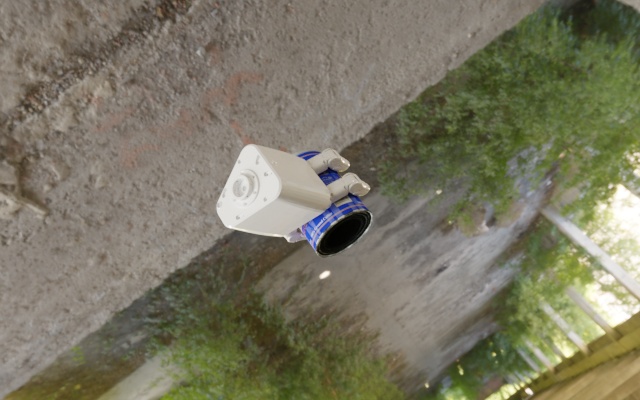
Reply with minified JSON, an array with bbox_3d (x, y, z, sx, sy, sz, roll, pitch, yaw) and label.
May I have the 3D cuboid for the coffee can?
[{"bbox_3d":[0.000,0.002,0.740,0.103,0.103,0.140,0,44,-47],"label":"coffee can"}]
